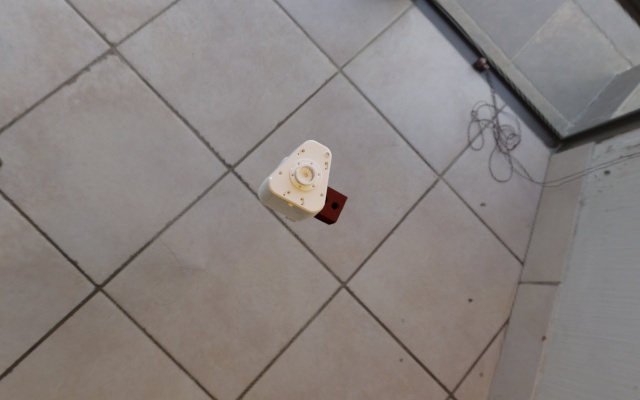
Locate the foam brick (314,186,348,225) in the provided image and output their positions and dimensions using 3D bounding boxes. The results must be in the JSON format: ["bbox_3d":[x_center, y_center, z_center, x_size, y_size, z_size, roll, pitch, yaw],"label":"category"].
[{"bbox_3d":[0.000,0.003,0.853,0.078,0.053,0.051,28,-13,-9],"label":"foam brick"}]
